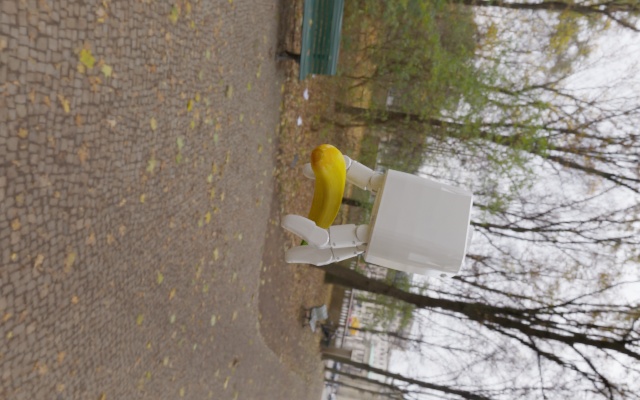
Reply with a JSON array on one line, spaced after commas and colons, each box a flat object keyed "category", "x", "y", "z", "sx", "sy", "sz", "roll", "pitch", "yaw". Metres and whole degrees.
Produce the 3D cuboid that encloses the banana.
[{"category": "banana", "x": 0.006, "y": -0.010, "z": 0.557, "sx": 0.037, "sy": 0.069, "sz": 0.198, "roll": 18, "pitch": -35, "yaw": 8}]
